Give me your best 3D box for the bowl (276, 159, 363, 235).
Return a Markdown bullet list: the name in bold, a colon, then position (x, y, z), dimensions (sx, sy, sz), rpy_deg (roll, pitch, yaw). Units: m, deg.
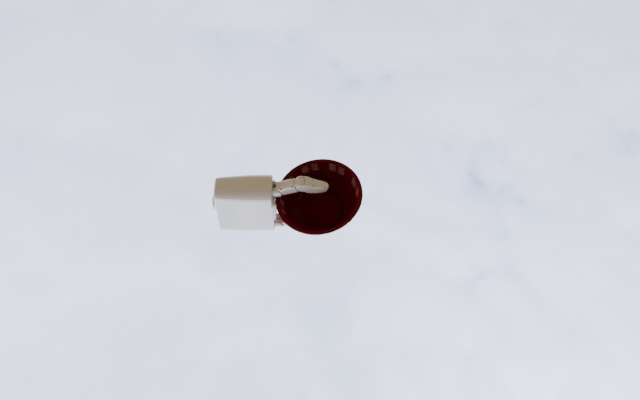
- **bowl**: position (0.001, 0.003, 0.893), dimensions (0.162, 0.162, 0.055), rpy_deg (0, -30, 10)
